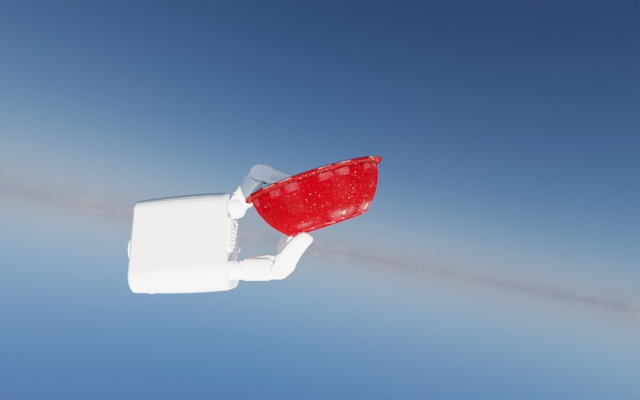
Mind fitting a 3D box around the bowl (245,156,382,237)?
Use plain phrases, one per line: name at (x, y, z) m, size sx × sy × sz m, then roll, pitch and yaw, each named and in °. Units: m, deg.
bowl at (0.001, 0.002, 0.537) m, size 0.162 × 0.055 × 0.162 m, roll -18°, pitch -5°, yaw -1°
